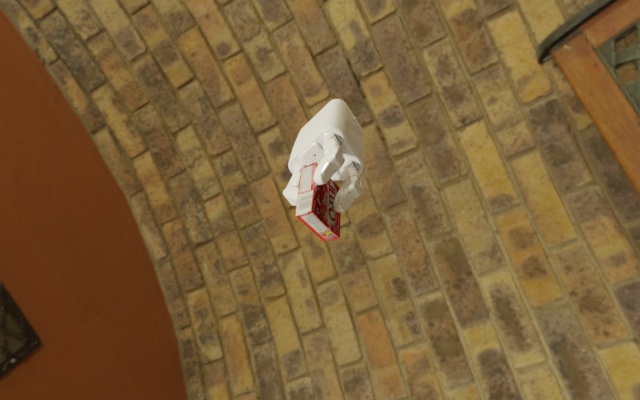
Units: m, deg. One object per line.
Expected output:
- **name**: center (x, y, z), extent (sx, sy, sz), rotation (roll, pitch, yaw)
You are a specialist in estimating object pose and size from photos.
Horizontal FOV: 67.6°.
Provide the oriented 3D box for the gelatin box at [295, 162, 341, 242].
- **gelatin box**: center (0.000, 0.003, 0.675), extent (0.030, 0.089, 0.073), rotation (-18, -43, 27)
